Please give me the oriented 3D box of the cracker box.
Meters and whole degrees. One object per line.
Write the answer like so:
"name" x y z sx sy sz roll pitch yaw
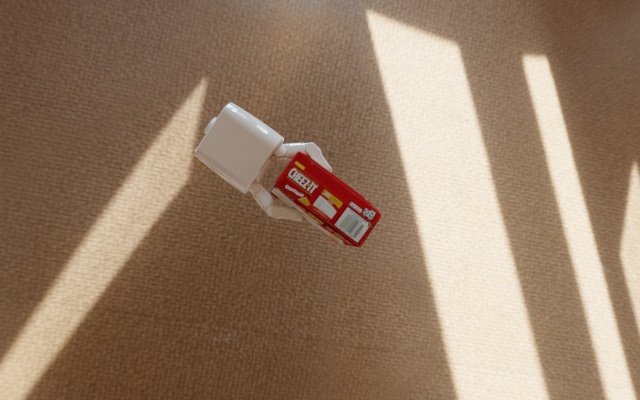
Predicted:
"cracker box" 0.000 0.003 0.817 0.164 0.072 0.214 37 -7 -4
